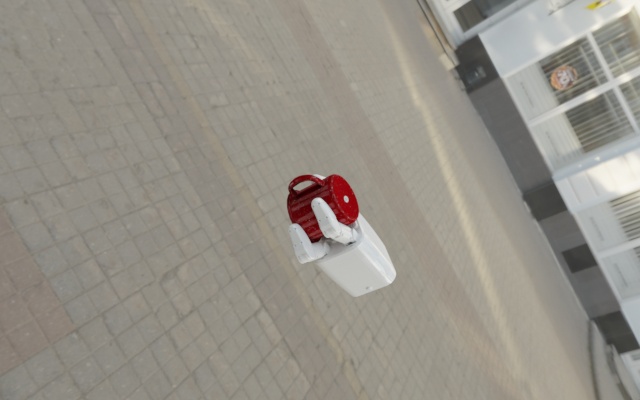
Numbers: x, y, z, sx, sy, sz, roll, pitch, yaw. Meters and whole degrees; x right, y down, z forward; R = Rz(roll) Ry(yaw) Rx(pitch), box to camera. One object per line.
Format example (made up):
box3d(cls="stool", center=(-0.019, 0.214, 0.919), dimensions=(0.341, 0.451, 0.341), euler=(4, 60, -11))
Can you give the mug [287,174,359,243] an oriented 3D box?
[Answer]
box3d(cls="mug", center=(-0.001, 0.001, 0.743), dimensions=(0.081, 0.117, 0.093), euler=(-26, 33, 26))
